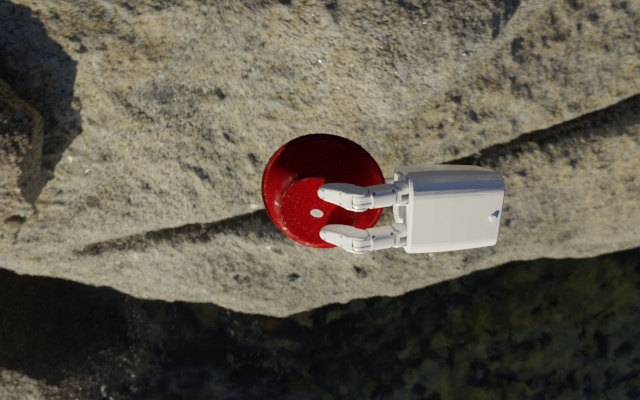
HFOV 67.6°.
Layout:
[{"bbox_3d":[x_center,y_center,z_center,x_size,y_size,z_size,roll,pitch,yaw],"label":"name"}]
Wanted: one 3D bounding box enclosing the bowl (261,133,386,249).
[{"bbox_3d":[-0.001,0.002,0.589,0.162,0.162,0.055,0,27,8],"label":"bowl"}]
